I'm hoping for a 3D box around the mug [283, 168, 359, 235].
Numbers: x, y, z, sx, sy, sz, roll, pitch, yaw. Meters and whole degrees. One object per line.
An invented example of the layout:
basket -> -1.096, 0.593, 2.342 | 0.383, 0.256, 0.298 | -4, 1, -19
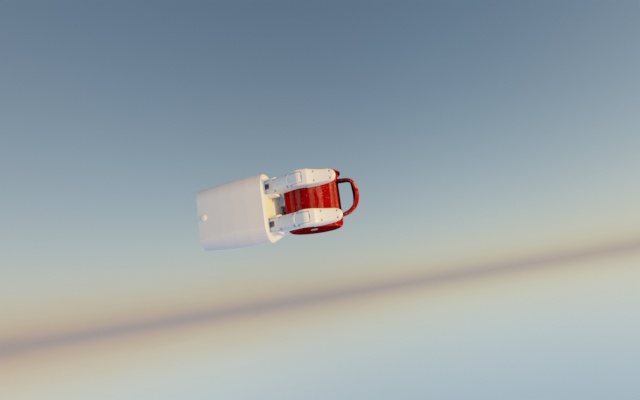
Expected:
mug -> 0.002, 0.002, 0.699 | 0.117, 0.081, 0.093 | -11, -11, 14
